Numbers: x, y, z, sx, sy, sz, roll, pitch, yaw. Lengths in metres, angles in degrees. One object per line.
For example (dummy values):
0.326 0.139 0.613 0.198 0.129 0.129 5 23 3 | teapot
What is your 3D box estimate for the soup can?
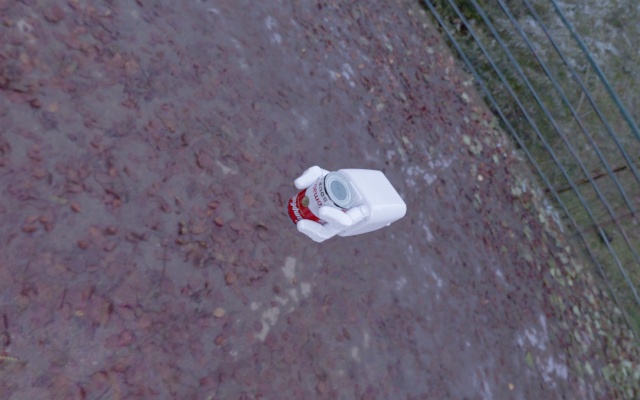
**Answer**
0.000 0.002 0.801 0.068 0.068 0.102 0 -23 -44 | soup can
